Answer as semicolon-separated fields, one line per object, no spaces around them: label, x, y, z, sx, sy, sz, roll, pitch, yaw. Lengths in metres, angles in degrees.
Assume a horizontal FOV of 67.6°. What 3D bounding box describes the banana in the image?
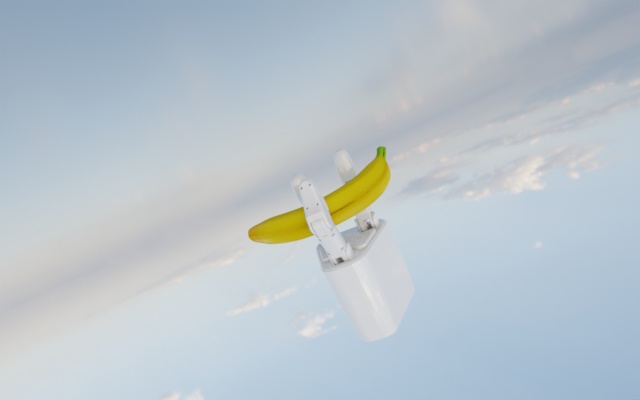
banana;0.008;0.006;0.555;0.198;0.037;0.069;-31;24;-4
